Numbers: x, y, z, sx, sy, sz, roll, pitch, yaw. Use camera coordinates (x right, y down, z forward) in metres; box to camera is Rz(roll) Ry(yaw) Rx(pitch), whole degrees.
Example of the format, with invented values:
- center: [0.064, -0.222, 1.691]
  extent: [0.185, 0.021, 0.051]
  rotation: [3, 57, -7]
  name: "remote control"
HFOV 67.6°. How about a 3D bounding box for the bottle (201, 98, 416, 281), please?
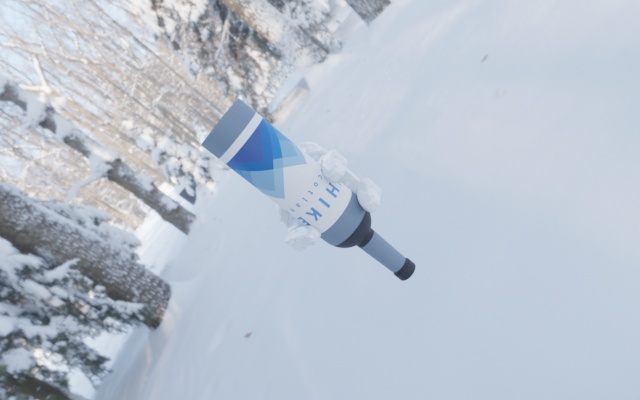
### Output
- center: [0.000, 0.002, 0.562]
  extent: [0.296, 0.069, 0.069]
  rotation: [39, -12, -16]
  name: "bottle"
